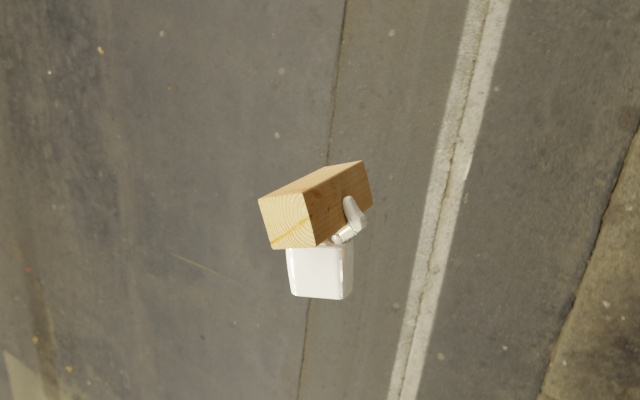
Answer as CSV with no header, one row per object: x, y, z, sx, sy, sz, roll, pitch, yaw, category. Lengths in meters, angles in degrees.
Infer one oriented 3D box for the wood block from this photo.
0.000,0.003,0.822,0.091,0.090,0.206,-6,14,34,wood block
